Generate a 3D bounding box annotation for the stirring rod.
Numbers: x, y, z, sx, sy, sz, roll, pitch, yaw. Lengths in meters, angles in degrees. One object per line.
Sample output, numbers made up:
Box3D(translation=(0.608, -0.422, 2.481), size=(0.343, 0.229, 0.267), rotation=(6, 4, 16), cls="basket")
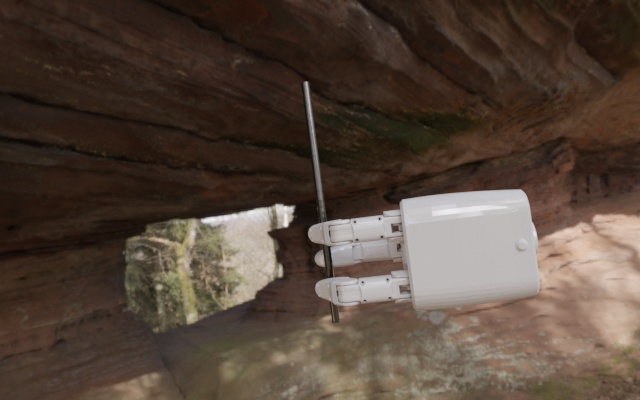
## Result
Box3D(translation=(0.000, 0.002, 0.476), size=(0.011, 0.239, 0.011), rotation=(-7, -1, 0), cls="stirring rod")
